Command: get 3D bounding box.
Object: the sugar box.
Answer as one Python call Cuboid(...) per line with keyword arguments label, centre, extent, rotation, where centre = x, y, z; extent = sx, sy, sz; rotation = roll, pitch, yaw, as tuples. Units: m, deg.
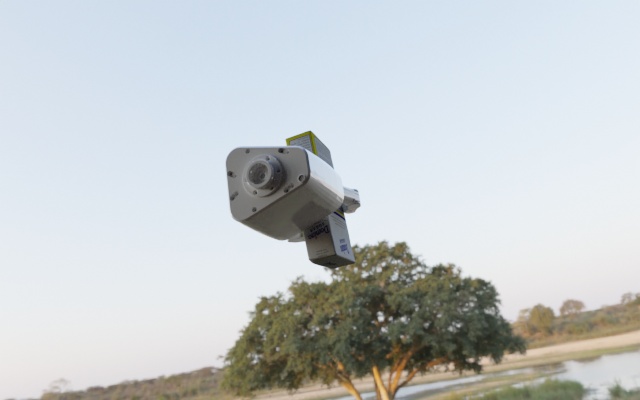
Cuboid(label="sugar box", centre=(0.000, 0.002, 0.663), extent=(0.048, 0.176, 0.093), rotation=(-15, -19, 16))
